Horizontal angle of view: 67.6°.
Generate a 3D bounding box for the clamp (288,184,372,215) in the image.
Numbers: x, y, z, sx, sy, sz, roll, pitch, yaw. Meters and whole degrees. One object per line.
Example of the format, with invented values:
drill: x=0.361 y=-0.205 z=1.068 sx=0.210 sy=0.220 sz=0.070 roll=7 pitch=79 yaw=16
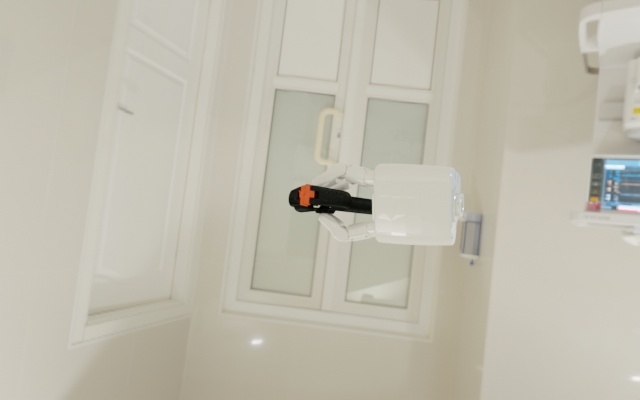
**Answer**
clamp: x=0.000 y=0.003 z=0.739 sx=0.164 sy=0.036 sz=0.210 roll=0 pitch=-6 yaw=24
